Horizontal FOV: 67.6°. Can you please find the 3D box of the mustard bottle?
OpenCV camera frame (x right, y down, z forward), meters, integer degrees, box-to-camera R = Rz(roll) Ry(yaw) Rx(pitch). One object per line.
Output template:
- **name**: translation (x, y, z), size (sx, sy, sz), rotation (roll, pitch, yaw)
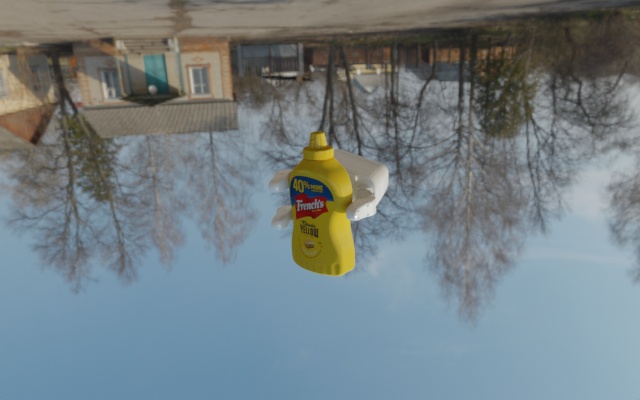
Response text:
- **mustard bottle**: translation (0.000, 0.002, 0.653), size (0.096, 0.192, 0.058), rotation (13, 23, 41)
